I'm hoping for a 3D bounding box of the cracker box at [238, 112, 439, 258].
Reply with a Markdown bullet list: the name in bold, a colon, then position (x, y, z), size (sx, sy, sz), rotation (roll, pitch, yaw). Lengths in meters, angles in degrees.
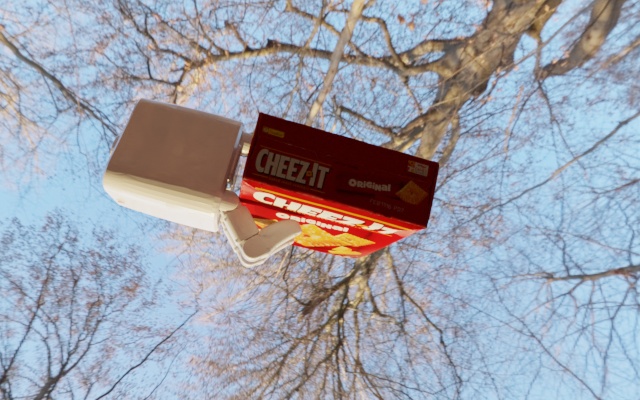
- **cracker box**: position (0.000, 0.001, 0.498), size (0.164, 0.072, 0.214), rotation (14, -15, -7)
